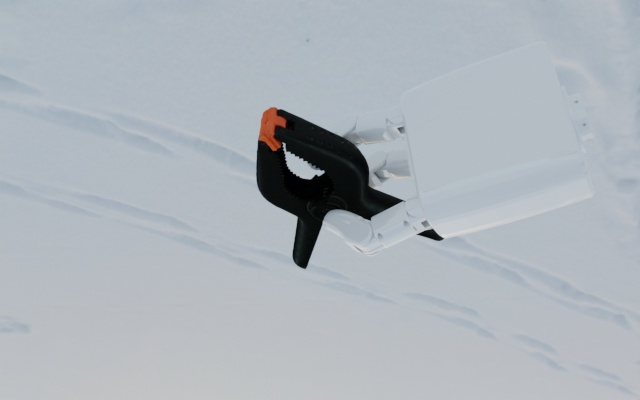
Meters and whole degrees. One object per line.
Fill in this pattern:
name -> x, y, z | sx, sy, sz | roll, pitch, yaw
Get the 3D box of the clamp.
clamp -> 0.000, 0.002, 0.424 | 0.164, 0.036, 0.210 | -21, -41, 27
